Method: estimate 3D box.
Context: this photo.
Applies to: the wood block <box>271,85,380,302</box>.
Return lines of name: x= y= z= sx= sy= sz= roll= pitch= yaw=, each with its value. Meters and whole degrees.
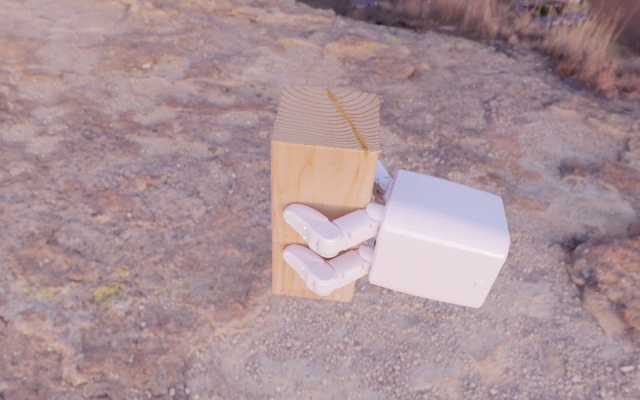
wood block: x=0.001 y=0.001 z=0.477 sx=0.090 sy=0.206 sz=0.090 roll=6 pitch=43 yaw=1
